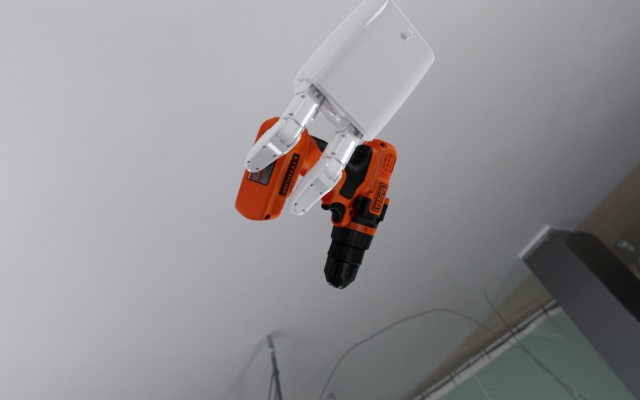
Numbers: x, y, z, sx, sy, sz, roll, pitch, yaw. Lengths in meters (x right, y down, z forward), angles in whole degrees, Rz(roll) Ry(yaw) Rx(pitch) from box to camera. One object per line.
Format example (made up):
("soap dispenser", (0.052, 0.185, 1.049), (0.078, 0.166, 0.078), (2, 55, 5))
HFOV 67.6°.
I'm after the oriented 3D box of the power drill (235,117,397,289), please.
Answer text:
("power drill", (0.000, 0.001, 0.524), (0.057, 0.184, 0.188), (16, -2, 43))
